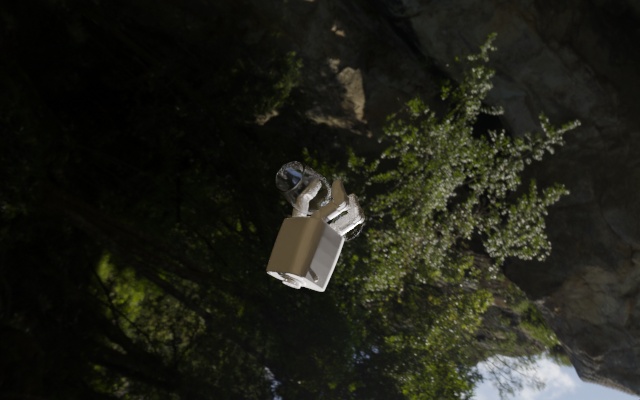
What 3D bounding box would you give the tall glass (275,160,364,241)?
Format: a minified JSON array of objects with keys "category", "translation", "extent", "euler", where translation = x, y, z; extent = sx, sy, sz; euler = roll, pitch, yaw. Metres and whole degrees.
[{"category":"tall glass","translation":[0.001,0.003,0.879],"extent":[0.079,0.079,0.201],"euler":[0,-27,37]}]
